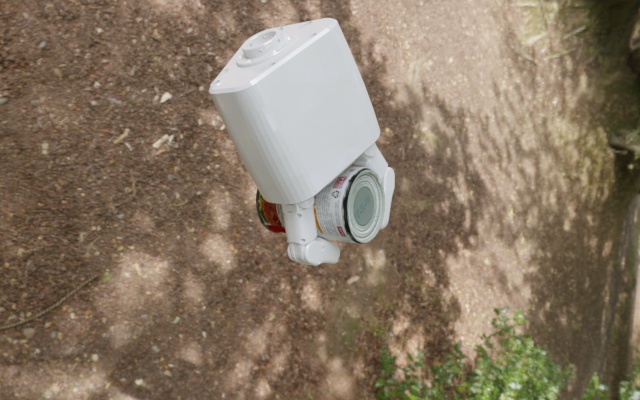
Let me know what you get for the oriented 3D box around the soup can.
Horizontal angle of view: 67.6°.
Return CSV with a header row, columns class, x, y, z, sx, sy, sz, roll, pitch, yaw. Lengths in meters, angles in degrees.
class,x,y,z,sx,sy,sz,roll,pitch,yaw
soup can,0.000,0.002,0.444,0.102,0.068,0.068,5,3,36
